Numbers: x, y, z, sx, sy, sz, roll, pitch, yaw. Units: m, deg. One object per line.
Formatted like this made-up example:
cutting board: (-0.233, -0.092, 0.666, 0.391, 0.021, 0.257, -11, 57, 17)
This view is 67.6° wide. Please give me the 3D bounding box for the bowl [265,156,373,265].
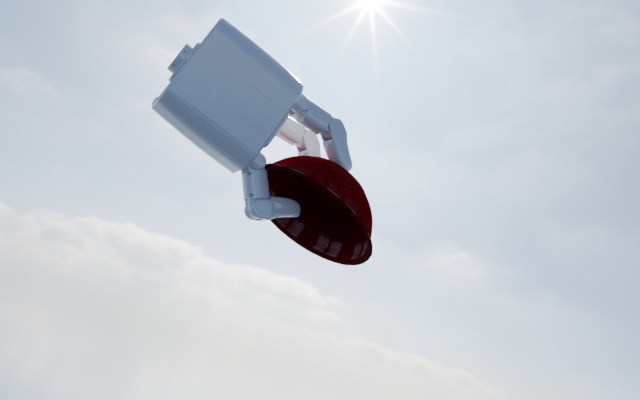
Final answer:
bowl: (0.001, 0.002, 0.542, 0.162, 0.055, 0.162, 28, -29, 17)
